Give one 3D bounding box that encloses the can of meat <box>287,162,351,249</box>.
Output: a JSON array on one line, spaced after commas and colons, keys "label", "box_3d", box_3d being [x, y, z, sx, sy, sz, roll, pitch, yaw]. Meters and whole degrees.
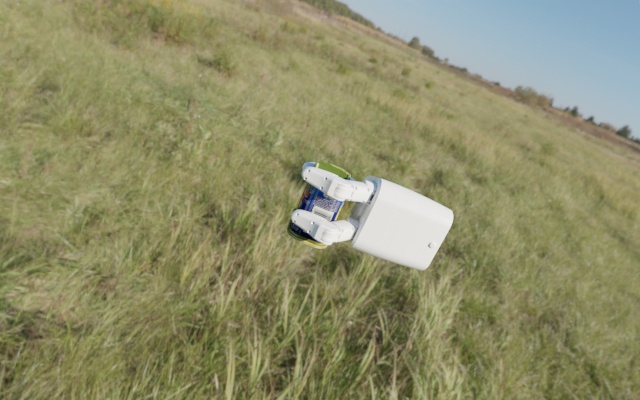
[{"label": "can of meat", "box_3d": [0.000, 0.002, 0.637, 0.057, 0.084, 0.102, 22, 20, -4]}]
